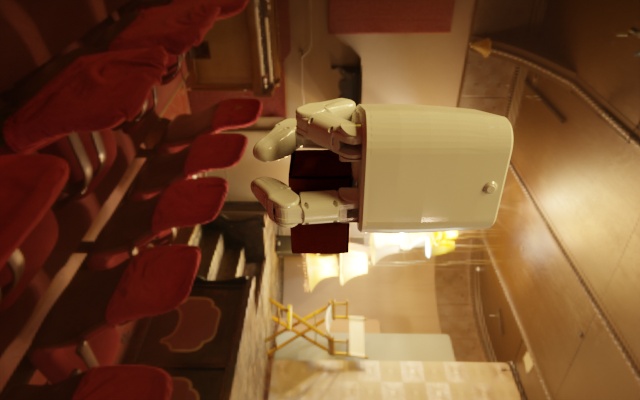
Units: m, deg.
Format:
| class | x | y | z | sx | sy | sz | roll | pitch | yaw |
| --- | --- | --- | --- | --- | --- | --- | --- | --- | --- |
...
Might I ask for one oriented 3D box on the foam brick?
| class | x | y | z | sx | sy | sz | roll | pitch | yaw |
| --- | --- | --- | --- | --- | --- | --- | --- | --- | --- |
| foam brick | 0.000 | 0.002 | 0.415 | 0.051 | 0.078 | 0.053 | 0 | 32 | 0 |
